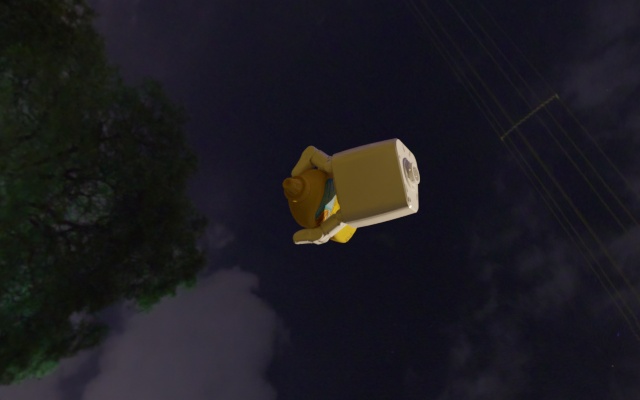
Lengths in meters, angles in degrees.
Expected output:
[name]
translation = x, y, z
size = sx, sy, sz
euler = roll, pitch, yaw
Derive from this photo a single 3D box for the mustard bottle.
[mustard bottle]
translation = 0.000, 0.003, 0.776
size = 0.058, 0.096, 0.192
euler = 13, -9, 34
